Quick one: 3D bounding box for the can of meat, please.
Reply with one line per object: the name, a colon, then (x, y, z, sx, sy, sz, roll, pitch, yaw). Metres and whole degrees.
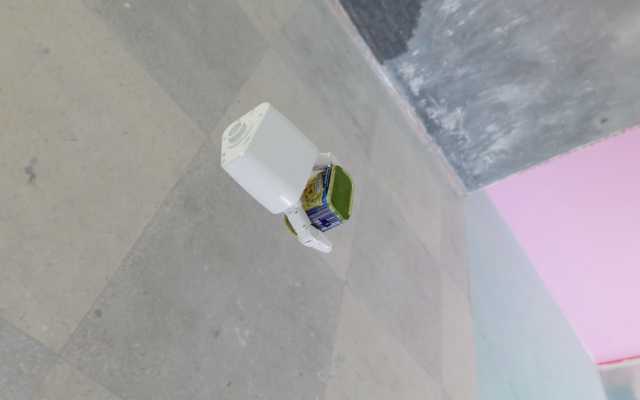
can of meat: (0.000, 0.002, 0.716, 0.084, 0.102, 0.057, -26, -55, 30)
